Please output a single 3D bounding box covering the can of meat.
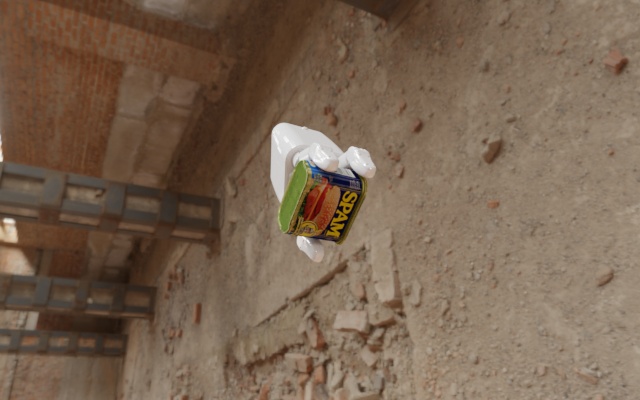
[{"bbox_3d":[0.000,0.002,0.617,0.084,0.102,0.057,11,27,-25],"label":"can of meat"}]
